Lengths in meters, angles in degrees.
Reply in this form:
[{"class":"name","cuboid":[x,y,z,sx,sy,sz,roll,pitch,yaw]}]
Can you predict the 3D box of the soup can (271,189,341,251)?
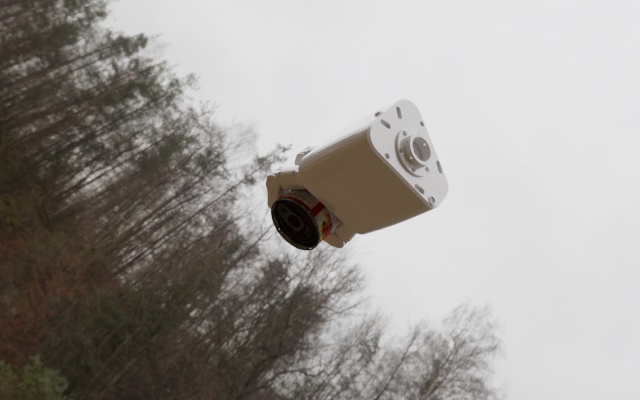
[{"class":"soup can","cuboid":[0.000,0.002,0.558,0.068,0.068,0.102,0,31,42]}]
